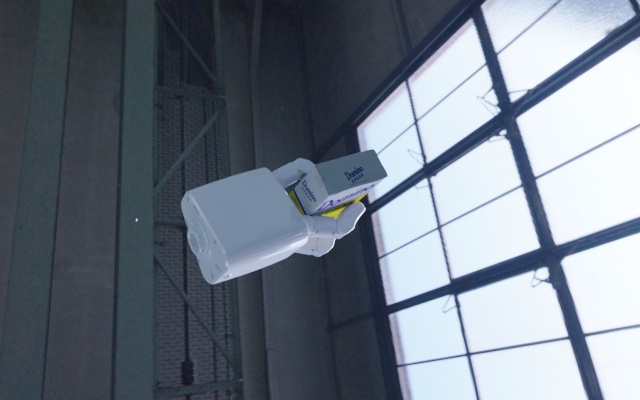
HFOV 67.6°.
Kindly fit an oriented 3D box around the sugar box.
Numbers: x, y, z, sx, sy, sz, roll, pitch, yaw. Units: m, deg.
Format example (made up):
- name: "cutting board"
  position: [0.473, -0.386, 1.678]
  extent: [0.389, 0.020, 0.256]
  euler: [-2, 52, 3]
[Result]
- name: "sugar box"
  position: [0.000, 0.003, 0.615]
  extent: [0.093, 0.048, 0.176]
  euler: [-18, -12, -34]
